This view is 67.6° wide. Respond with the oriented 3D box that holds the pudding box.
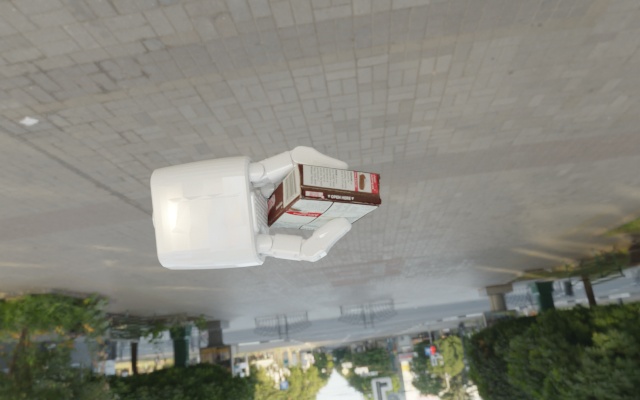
[{"bbox_3d":[0.000,0.002,0.509,0.090,0.039,0.113,5,-18,-21],"label":"pudding box"}]
